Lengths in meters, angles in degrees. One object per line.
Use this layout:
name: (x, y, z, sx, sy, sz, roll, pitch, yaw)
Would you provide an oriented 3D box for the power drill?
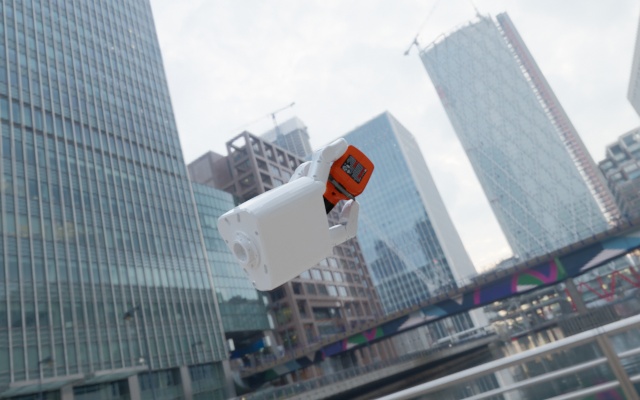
power drill: (0.000, 0.002, 0.731, 0.188, 0.057, 0.184, -47, 6, 32)
